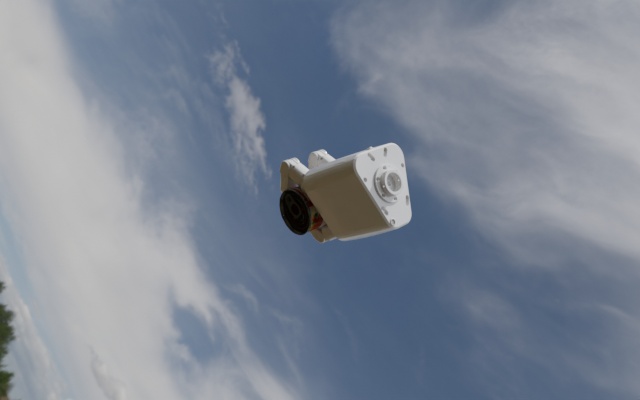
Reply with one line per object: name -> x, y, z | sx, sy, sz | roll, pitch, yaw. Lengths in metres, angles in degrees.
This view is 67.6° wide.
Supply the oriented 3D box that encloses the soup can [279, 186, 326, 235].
soup can -> 0.000, 0.002, 0.703 | 0.102, 0.068, 0.068 | -21, 13, -38
